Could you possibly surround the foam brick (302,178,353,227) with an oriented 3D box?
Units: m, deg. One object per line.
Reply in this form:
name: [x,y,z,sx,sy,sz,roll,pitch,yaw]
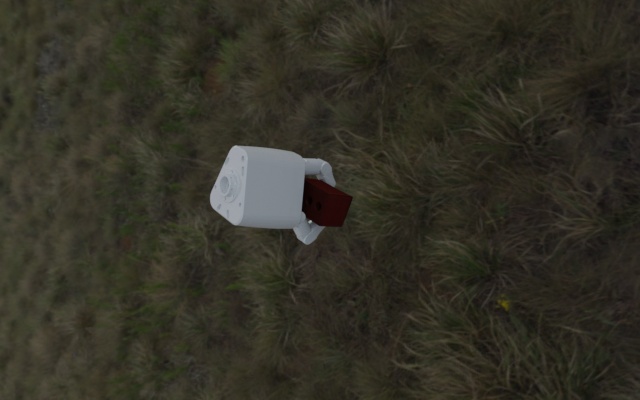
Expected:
foam brick: [0.000,0.002,0.742,0.051,0.053,0.078,5,18,-44]
